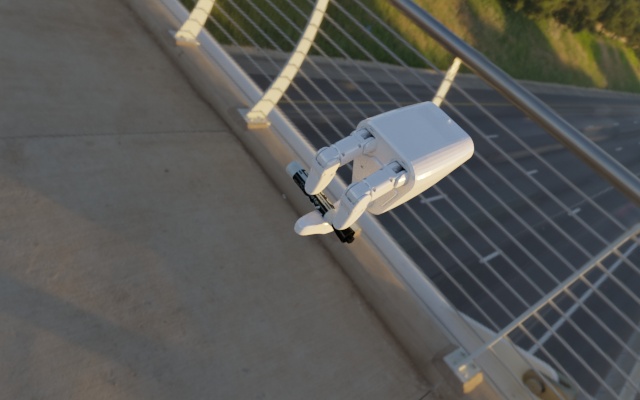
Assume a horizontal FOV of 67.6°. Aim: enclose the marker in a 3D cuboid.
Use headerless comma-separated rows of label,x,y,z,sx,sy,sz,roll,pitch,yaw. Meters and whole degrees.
marker,0.000,0.002,0.548,0.020,0.121,0.020,-31,-25,-16
